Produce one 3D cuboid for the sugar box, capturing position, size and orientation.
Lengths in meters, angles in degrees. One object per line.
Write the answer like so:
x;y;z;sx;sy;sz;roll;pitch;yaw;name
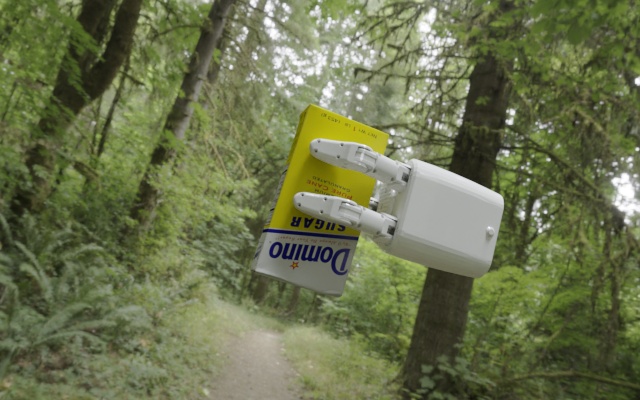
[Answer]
0.000;0.001;0.487;0.093;0.176;0.048;19;-12;-12;sugar box
